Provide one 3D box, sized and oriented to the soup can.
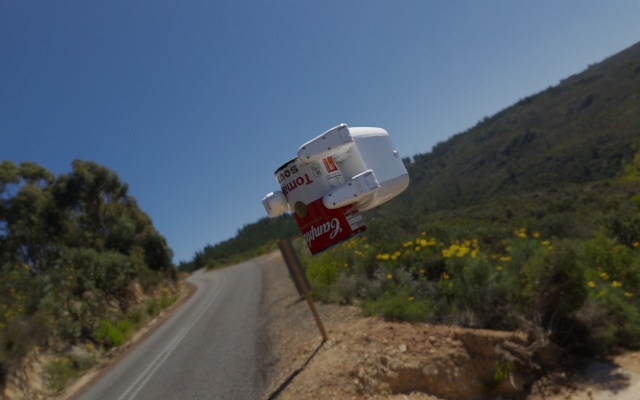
[{"bbox_3d":[0.000,0.002,0.525,0.068,0.102,0.068,-25,-5,-2],"label":"soup can"}]
